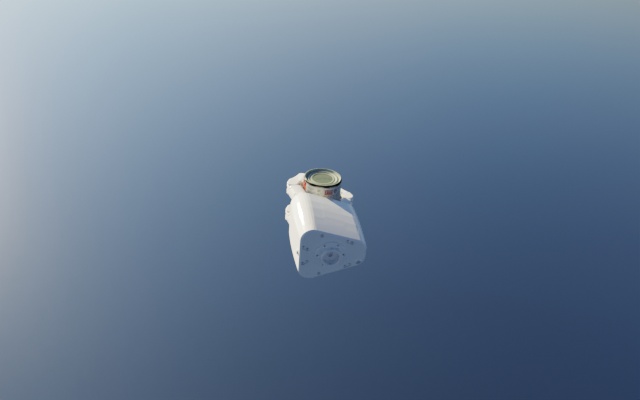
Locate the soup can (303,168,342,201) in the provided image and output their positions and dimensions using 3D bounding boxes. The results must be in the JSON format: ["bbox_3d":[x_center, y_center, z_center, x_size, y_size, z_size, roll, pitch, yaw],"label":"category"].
[{"bbox_3d":[0.000,0.002,0.848,0.068,0.102,0.068,4,31,-2],"label":"soup can"}]
